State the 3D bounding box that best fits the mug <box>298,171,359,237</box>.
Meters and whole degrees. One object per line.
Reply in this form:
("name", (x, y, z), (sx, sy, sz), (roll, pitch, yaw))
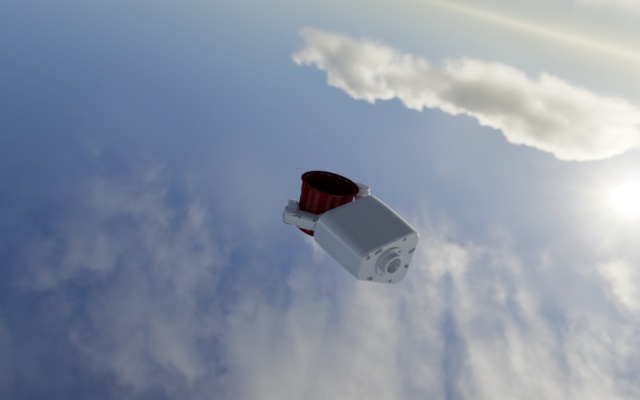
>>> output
("mug", (-0.001, 0.002, 0.766), (0.093, 0.081, 0.117), (-4, 30, -35))
